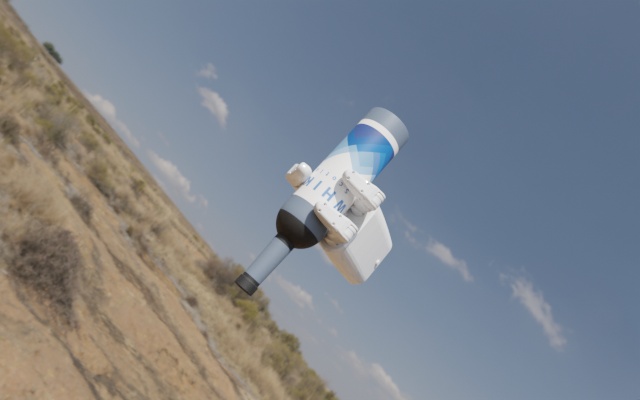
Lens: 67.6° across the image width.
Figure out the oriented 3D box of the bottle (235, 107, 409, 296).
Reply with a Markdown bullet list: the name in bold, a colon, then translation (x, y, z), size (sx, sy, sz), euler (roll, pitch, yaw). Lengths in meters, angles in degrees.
- **bottle**: translation (0.000, 0.002, 0.618), size (0.069, 0.295, 0.069), euler (38, -16, 13)
